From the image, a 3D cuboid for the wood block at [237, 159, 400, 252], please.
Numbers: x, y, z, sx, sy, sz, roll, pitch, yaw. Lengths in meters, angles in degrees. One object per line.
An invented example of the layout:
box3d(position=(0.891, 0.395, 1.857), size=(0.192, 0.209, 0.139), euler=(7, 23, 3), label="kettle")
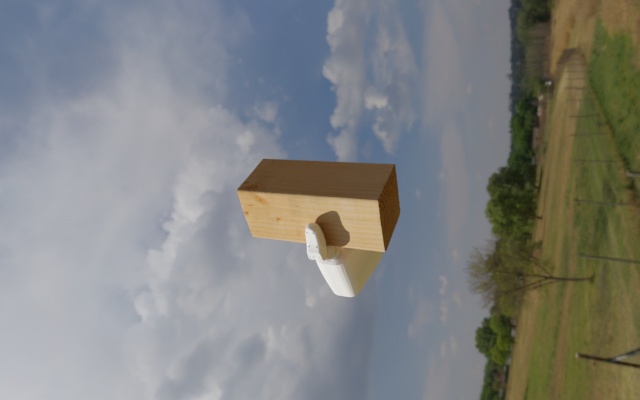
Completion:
box3d(position=(0.000, 0.003, 0.683), size=(0.206, 0.090, 0.090), euler=(4, 38, 22), label="wood block")
